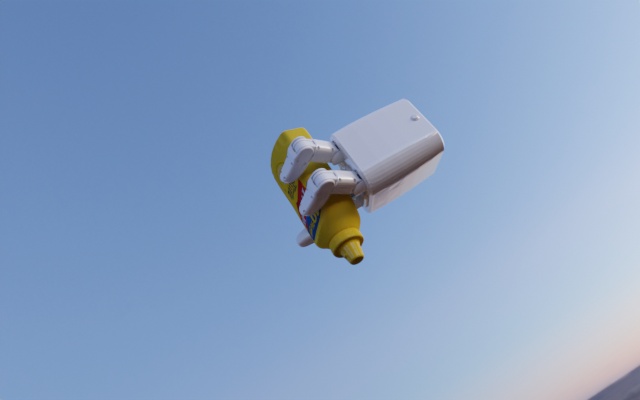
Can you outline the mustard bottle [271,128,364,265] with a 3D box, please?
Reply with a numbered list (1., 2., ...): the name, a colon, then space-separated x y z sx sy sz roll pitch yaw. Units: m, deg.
1. mustard bottle: 0.000 0.002 0.595 0.058 0.191 0.096 -14 -39 -25
